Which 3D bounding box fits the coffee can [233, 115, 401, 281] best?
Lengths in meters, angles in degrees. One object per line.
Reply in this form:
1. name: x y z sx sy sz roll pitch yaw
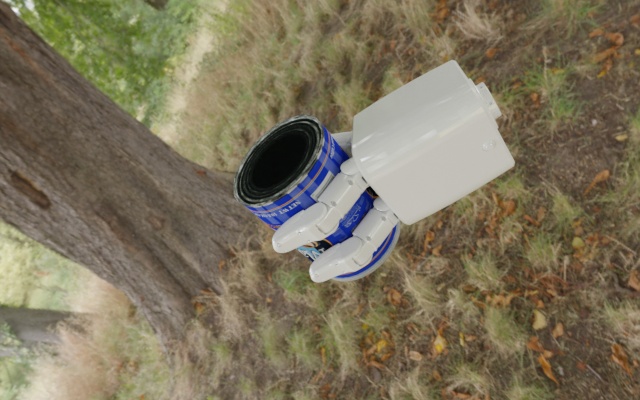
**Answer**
1. coffee can: 0.000 0.002 0.467 0.103 0.102 0.140 0 -34 44
